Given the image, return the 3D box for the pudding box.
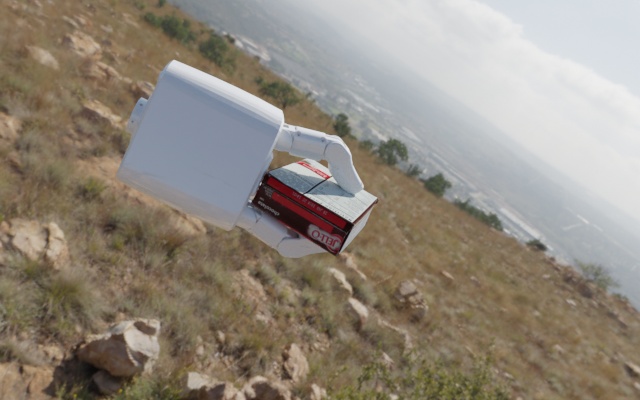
[{"bbox_3d":[0.000,0.001,0.451,0.090,0.039,0.113,32,21,10],"label":"pudding box"}]
